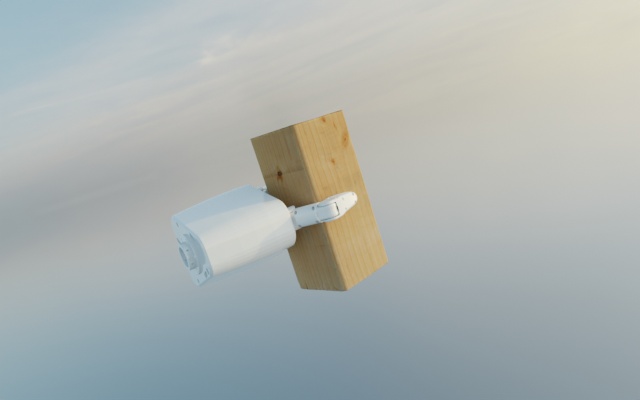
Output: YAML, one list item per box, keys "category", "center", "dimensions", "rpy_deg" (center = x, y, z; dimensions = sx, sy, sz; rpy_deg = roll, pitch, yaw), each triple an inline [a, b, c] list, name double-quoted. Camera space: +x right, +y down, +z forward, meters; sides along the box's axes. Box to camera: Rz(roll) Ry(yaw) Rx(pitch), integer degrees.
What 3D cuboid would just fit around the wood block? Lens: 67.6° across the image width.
- category: "wood block"
  center: [0.000, 0.002, 0.611]
  dimensions: [0.090, 0.206, 0.091]
  rpy_deg: [-26, 12, -41]
